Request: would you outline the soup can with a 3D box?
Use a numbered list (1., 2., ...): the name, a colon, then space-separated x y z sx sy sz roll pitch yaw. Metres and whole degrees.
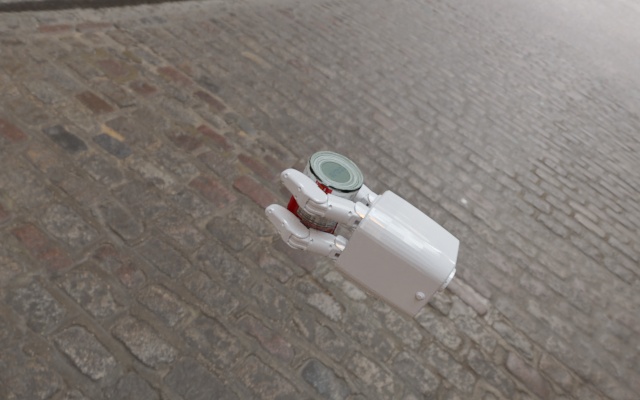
1. soup can: 0.000 0.001 0.560 0.068 0.102 0.068 17 39 -14
